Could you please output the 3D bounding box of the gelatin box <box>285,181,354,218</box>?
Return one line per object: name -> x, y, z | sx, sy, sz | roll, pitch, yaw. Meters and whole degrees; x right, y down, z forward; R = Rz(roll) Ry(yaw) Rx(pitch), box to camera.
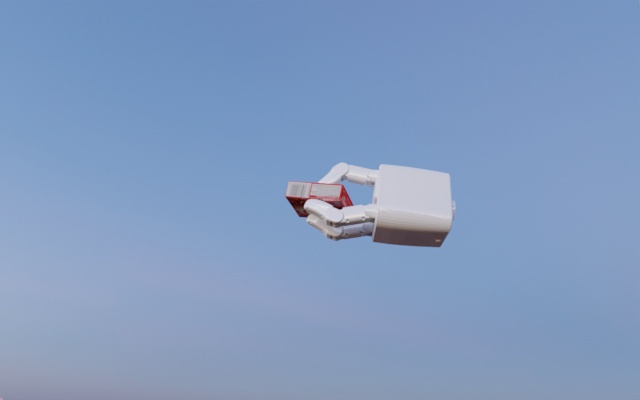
gelatin box -> 0.000, 0.002, 0.721 | 0.089, 0.030, 0.073 | 5, -25, 18
